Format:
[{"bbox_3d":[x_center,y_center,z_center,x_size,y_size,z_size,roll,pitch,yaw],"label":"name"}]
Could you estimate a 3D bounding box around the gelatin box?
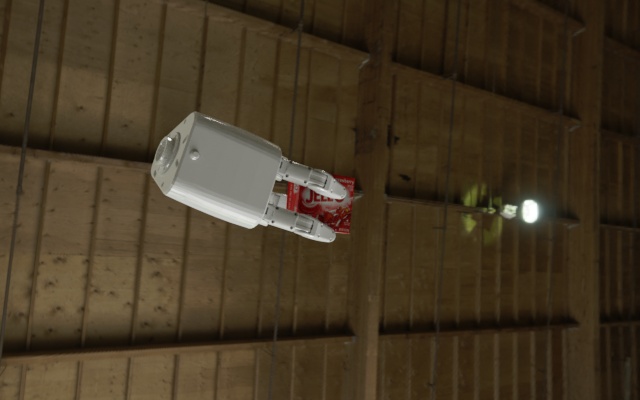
[{"bbox_3d":[0.000,0.002,0.598,0.089,0.073,0.030,8,-3,-39],"label":"gelatin box"}]
